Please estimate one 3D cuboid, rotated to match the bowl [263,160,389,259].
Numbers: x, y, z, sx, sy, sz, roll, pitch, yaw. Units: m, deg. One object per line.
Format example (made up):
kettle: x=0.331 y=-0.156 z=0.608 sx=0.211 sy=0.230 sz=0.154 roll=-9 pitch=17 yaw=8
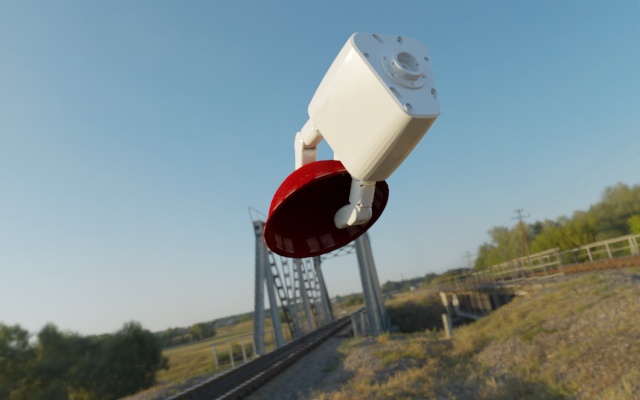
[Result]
bowl: x=-0.001 y=0.002 z=0.586 sx=0.162 sy=0.055 sz=0.162 roll=-18 pitch=-36 yaw=-13
